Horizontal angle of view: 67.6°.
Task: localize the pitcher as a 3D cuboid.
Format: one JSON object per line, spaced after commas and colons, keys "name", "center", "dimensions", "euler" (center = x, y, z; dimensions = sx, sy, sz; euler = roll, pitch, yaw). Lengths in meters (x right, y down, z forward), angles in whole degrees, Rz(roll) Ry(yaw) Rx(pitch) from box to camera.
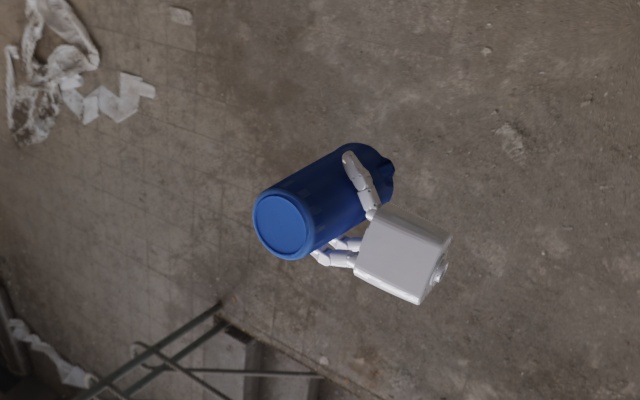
{"name": "pitcher", "center": [0.000, 0.002, 0.752], "dimensions": [0.145, 0.149, 0.242], "euler": [28, 31, 22]}
